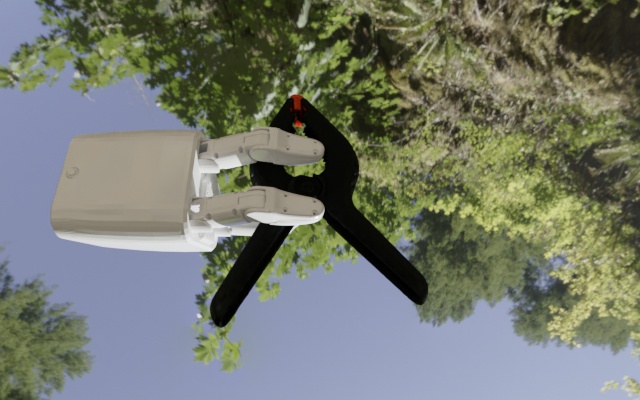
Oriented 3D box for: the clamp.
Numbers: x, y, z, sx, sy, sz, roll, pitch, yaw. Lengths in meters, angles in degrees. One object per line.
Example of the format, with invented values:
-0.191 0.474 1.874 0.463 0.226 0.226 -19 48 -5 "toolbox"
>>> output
0.000 0.001 0.401 0.164 0.209 0.036 1 -28 -3 "clamp"
